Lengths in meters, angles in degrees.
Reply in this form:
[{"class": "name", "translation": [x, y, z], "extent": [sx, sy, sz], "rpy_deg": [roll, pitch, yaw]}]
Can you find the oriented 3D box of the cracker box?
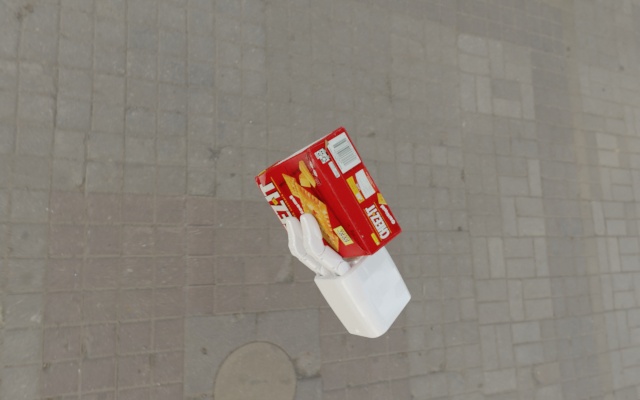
[{"class": "cracker box", "translation": [0.000, 0.002, 0.706], "extent": [0.072, 0.164, 0.214], "rpy_deg": [-34, 8, -27]}]
